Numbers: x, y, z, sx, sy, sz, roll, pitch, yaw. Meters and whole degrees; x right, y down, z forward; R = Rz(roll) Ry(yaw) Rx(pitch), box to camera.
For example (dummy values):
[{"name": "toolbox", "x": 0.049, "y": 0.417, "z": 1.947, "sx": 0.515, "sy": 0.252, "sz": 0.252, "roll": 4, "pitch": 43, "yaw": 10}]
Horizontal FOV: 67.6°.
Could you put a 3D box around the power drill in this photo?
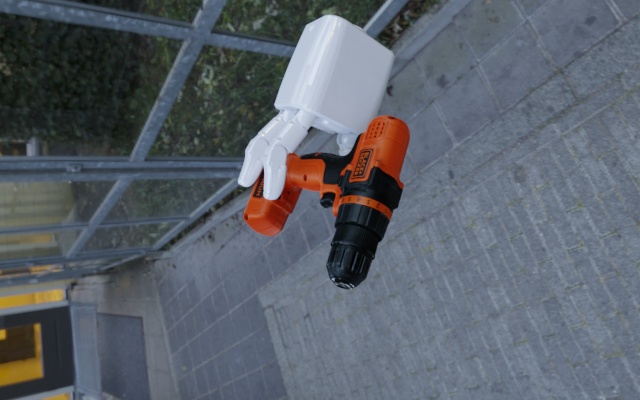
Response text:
[{"name": "power drill", "x": 0.000, "y": 0.001, "z": 0.518, "sx": 0.187, "sy": 0.184, "sz": 0.057, "roll": -2, "pitch": -31, "yaw": 43}]
